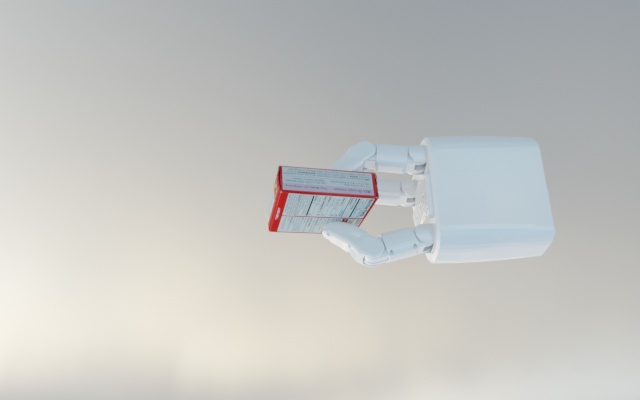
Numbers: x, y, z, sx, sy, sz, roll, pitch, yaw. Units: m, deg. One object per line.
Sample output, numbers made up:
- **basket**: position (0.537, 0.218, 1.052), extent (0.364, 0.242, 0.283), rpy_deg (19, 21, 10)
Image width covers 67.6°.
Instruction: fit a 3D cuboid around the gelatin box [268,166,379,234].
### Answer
- **gelatin box**: position (0.000, 0.002, 0.436), extent (0.089, 0.030, 0.073), rpy_deg (3, -31, -13)
